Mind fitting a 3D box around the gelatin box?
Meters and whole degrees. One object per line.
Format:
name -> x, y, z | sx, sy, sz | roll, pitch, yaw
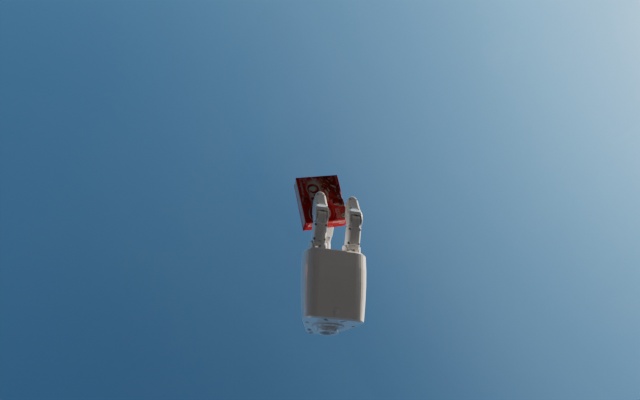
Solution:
gelatin box -> 0.000, 0.003, 0.793 | 0.073, 0.089, 0.030 | -5, -29, -15
